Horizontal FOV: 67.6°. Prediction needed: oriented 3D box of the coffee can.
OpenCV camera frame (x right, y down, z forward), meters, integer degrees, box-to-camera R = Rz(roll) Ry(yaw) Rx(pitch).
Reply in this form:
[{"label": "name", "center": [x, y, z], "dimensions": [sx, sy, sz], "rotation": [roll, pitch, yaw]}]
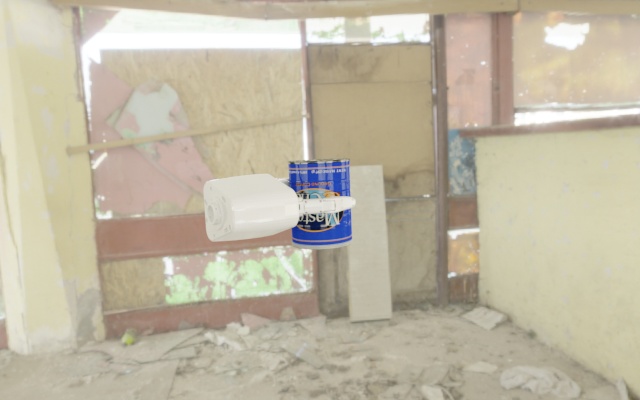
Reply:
[{"label": "coffee can", "center": [0.000, 0.003, 0.793], "dimensions": [0.103, 0.140, 0.103], "rotation": [-3, 6, 0]}]
